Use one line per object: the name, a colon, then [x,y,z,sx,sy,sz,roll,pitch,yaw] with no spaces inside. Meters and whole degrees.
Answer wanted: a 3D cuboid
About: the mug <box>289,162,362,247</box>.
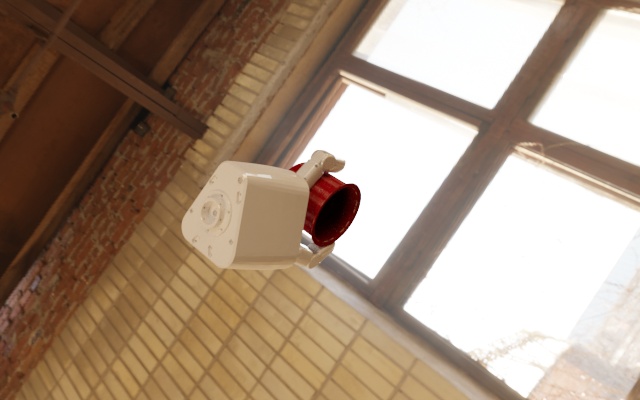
mug: [0.001,0.002,0.639,0.081,0.093,0.117,33,12,32]
